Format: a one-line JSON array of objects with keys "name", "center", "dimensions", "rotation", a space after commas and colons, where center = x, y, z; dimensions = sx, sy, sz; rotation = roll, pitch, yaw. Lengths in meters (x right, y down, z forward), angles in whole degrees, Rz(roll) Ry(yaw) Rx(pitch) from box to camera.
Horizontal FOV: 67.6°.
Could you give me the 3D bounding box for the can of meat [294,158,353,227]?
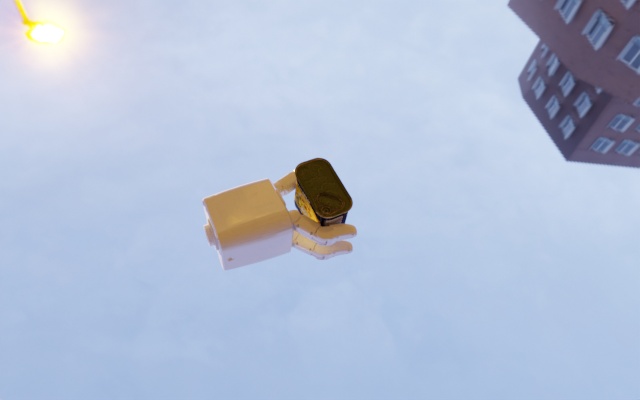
[{"name": "can of meat", "center": [0.000, 0.002, 0.714], "dimensions": [0.057, 0.102, 0.084], "rotation": [-20, -29, -19]}]
